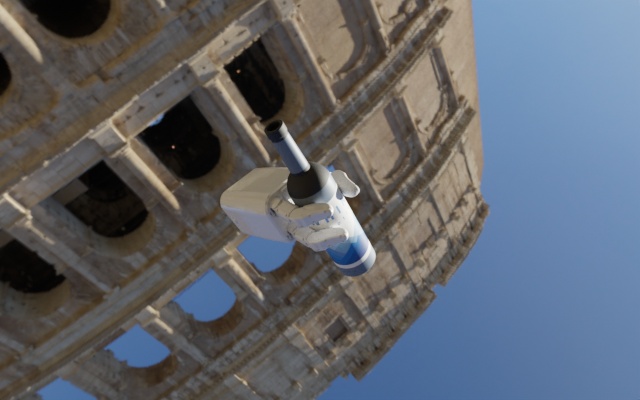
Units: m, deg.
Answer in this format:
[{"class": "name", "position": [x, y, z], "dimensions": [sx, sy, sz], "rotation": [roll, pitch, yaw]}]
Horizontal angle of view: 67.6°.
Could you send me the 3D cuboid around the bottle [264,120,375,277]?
[{"class": "bottle", "position": [0.000, 0.002, 0.701], "dimensions": [0.069, 0.069, 0.296], "rotation": [0, -41, 33]}]
